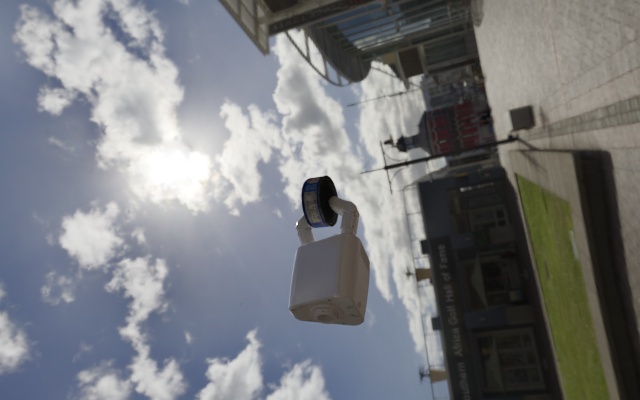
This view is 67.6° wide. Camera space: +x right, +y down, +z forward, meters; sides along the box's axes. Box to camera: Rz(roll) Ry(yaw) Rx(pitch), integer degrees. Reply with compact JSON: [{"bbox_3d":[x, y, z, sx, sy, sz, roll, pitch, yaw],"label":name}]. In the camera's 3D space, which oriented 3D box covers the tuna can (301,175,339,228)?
[{"bbox_3d":[0.000,0.003,0.792,0.034,0.086,0.086,-7,-3,22],"label":"tuna can"}]
